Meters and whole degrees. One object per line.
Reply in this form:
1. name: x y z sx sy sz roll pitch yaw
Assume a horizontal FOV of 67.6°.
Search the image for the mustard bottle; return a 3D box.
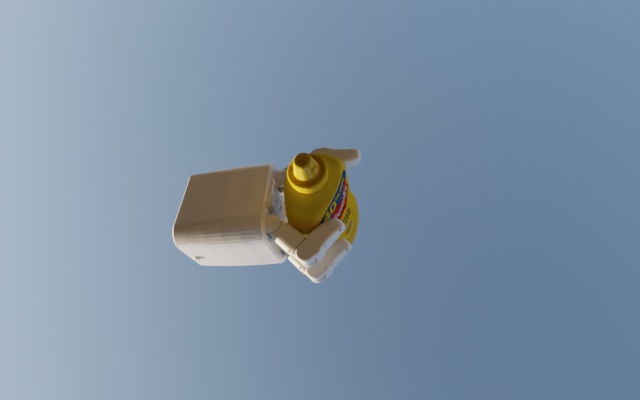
1. mustard bottle: 0.000 0.002 0.541 0.058 0.096 0.192 18 -20 20
